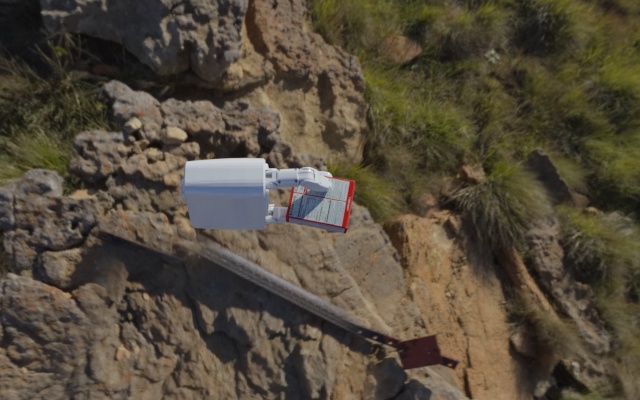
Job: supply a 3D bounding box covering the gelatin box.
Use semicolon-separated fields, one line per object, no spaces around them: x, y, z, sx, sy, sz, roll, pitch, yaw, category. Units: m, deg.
0.000;0.002;0.685;0.089;0.073;0.030;10;-20;2;gelatin box
